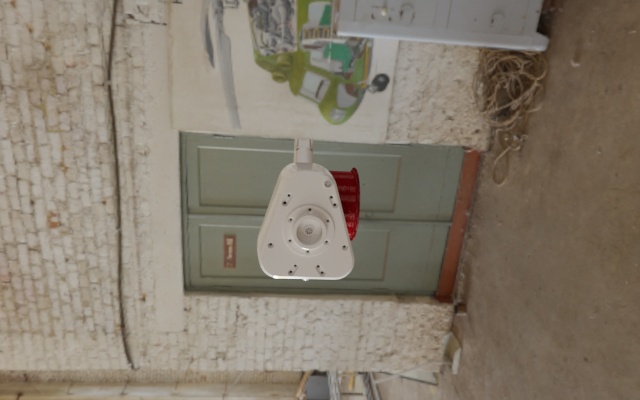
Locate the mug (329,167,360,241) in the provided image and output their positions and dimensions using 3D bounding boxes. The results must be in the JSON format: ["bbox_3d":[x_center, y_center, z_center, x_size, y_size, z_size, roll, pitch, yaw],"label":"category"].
[{"bbox_3d":[0.000,0.002,0.612,0.081,0.093,0.117,2,5,-6],"label":"mug"}]
